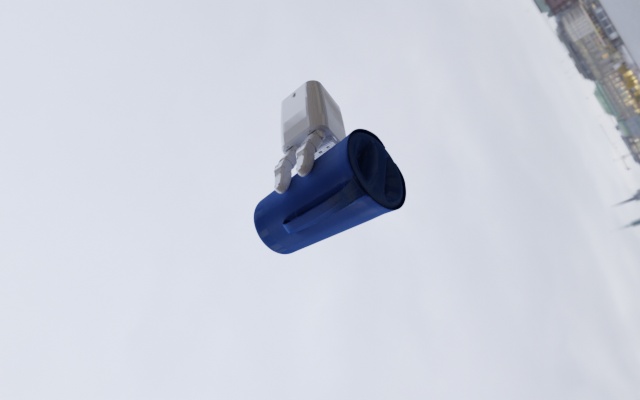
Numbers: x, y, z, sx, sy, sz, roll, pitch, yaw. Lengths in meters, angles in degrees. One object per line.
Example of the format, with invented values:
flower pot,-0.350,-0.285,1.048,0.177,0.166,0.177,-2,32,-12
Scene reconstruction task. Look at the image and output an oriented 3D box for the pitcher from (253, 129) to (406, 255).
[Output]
pitcher,0.000,0.002,0.758,0.149,0.145,0.243,21,-40,-41
